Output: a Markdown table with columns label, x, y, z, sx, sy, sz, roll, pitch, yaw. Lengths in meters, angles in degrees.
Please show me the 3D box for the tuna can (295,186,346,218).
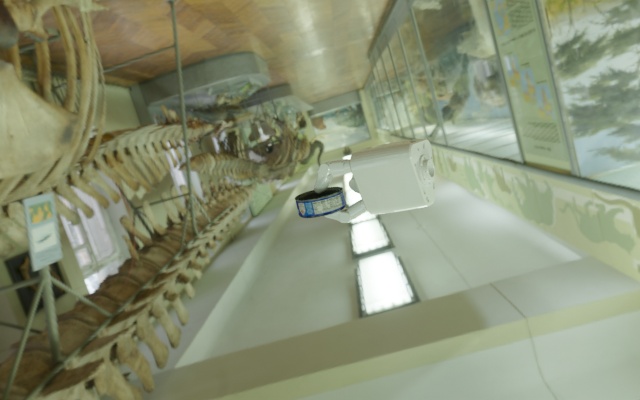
| label | x | y | z | sx | sy | sz | roll | pitch | yaw |
| --- | --- | --- | --- | --- | --- | --- | --- | --- | --- |
| tuna can | 0.000 | 0.003 | 0.834 | 0.086 | 0.034 | 0.086 | -12 | 11 | 2 |
